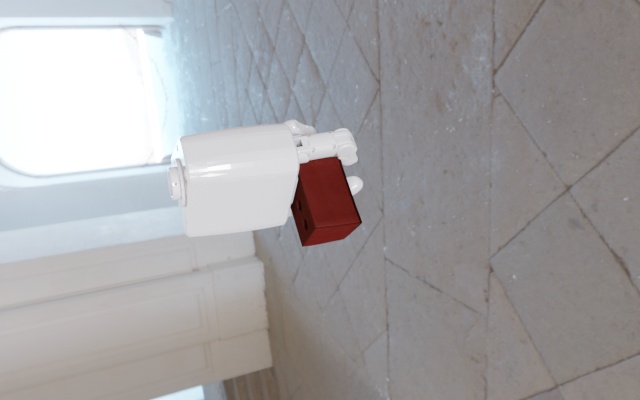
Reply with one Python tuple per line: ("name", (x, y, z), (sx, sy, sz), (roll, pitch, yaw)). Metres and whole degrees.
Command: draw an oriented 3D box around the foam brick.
("foam brick", (0.000, 0.002, 0.496), (0.051, 0.078, 0.053), (-9, -22, -24))
